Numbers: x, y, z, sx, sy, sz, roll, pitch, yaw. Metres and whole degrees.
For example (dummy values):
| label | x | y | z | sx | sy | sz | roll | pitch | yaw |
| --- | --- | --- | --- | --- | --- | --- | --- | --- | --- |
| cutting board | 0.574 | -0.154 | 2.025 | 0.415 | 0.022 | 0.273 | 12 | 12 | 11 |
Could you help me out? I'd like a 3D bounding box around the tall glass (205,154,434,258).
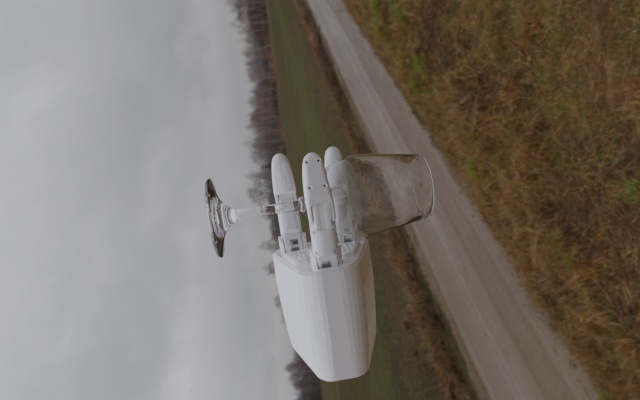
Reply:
| label | x | y | z | sx | sy | sz | roll | pitch | yaw |
| --- | --- | --- | --- | --- | --- | --- | --- | --- | --- |
| tall glass | -0.001 | 0.001 | 0.448 | 0.201 | 0.079 | 0.079 | -9 | 1 | -4 |
